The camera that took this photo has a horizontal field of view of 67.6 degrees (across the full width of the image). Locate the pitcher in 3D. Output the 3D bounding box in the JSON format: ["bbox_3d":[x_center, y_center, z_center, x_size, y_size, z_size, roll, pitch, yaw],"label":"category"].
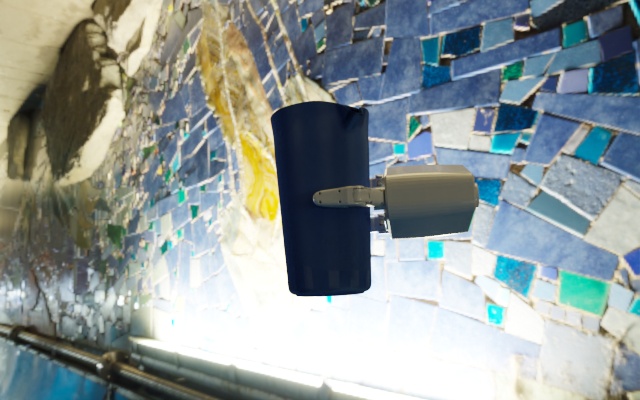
[{"bbox_3d":[0.000,0.002,0.637,0.145,0.243,0.149,-4,-8,9],"label":"pitcher"}]
